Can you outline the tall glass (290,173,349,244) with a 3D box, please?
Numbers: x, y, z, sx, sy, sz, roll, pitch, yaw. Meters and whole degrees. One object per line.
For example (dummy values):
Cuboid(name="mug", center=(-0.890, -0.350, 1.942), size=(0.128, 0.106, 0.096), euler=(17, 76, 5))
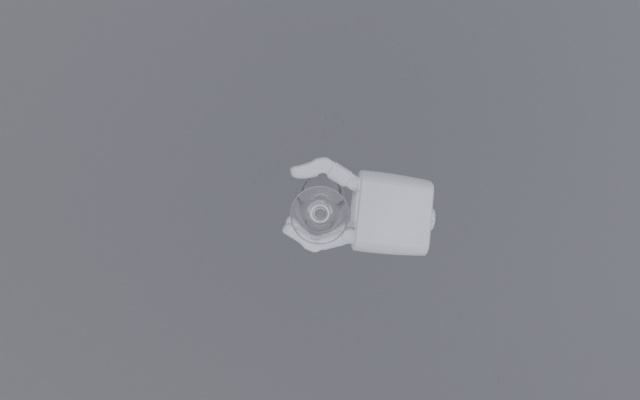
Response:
Cuboid(name="tall glass", center=(0.000, 0.002, 0.692), size=(0.079, 0.079, 0.201), euler=(0, 10, 0))
